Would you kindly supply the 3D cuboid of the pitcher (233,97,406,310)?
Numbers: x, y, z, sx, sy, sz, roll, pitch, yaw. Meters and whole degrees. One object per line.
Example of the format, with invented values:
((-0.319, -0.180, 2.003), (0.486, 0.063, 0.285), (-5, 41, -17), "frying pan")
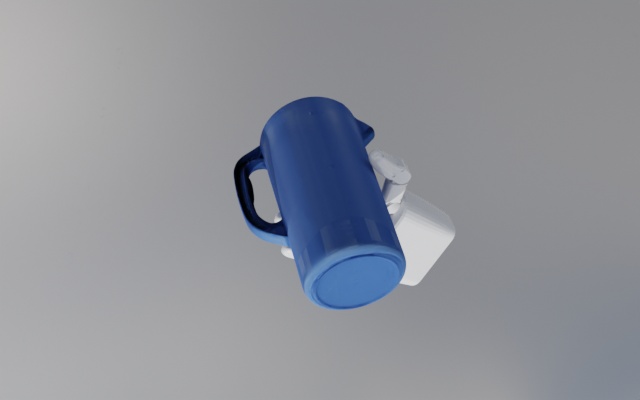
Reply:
((0.000, 0.002, 0.554), (0.145, 0.242, 0.149), (23, -56, -34), "pitcher")
